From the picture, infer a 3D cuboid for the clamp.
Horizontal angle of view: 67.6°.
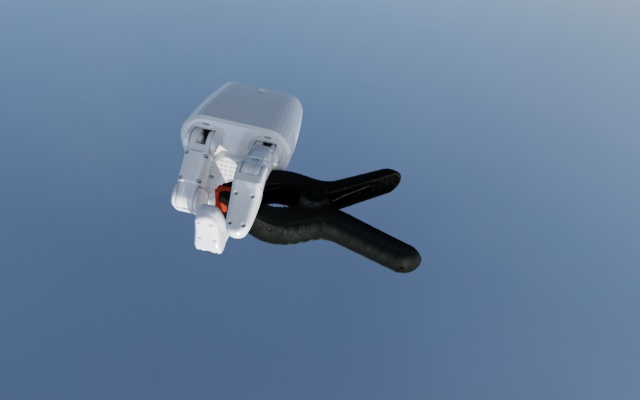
[{"bbox_3d":[0.000,0.002,0.411,0.171,0.039,0.120,13,33,0],"label":"clamp"}]
